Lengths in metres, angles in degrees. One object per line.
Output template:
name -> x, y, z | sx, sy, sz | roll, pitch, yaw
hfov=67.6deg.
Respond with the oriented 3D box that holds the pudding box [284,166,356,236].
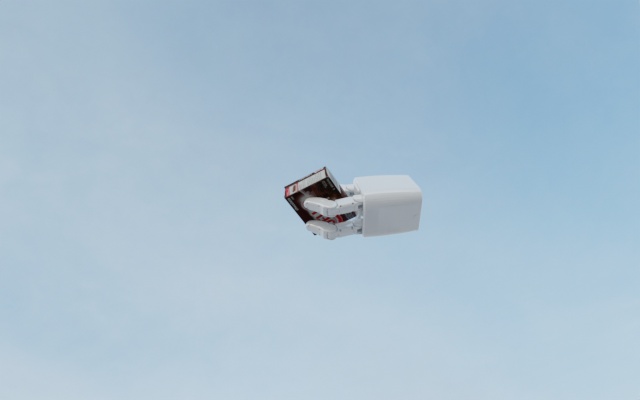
pudding box -> 0.000, 0.003, 0.863 | 0.090, 0.113, 0.039 | -26, 35, 14
